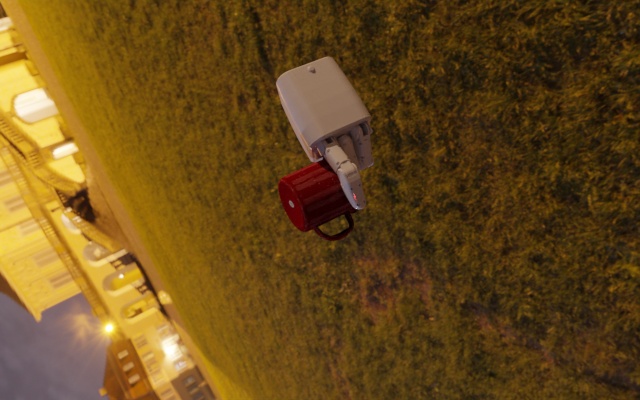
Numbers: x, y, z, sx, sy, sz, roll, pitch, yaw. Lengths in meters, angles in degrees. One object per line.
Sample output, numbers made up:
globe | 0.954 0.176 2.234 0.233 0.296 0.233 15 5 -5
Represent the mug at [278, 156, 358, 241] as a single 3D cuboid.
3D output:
mug | 0.001 0.004 0.655 0.081 0.117 0.093 -25 -11 -20
